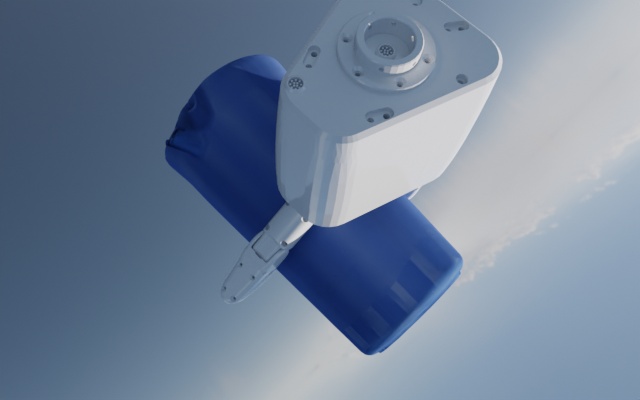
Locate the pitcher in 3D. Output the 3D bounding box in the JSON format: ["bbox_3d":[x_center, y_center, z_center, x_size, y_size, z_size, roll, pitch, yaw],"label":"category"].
[{"bbox_3d":[0.000,0.001,0.408,0.149,0.242,0.145,-40,-15,-18],"label":"pitcher"}]
